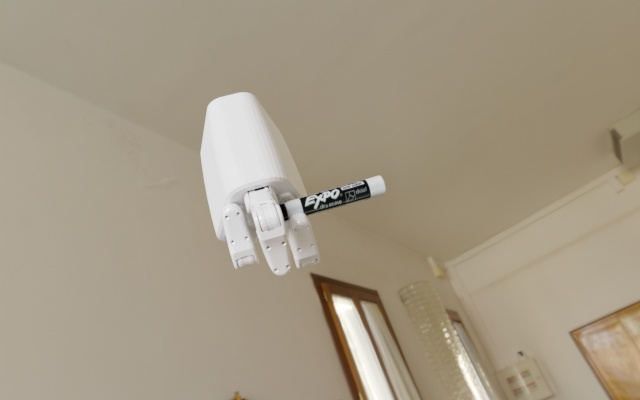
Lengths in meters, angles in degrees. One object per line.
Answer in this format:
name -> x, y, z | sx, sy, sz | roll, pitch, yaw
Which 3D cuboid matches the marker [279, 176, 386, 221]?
marker -> 0.000, 0.001, 0.433 | 0.121, 0.020, 0.020 | -15, 2, -9
